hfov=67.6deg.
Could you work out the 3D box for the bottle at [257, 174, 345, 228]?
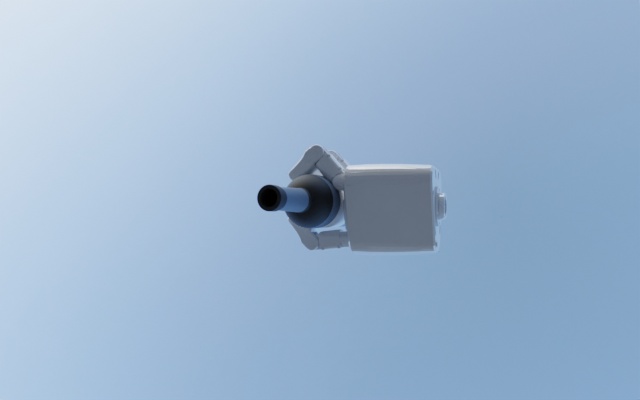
[{"bbox_3d":[0.000,0.002,0.617,0.069,0.069,0.296,0,-2,21],"label":"bottle"}]
